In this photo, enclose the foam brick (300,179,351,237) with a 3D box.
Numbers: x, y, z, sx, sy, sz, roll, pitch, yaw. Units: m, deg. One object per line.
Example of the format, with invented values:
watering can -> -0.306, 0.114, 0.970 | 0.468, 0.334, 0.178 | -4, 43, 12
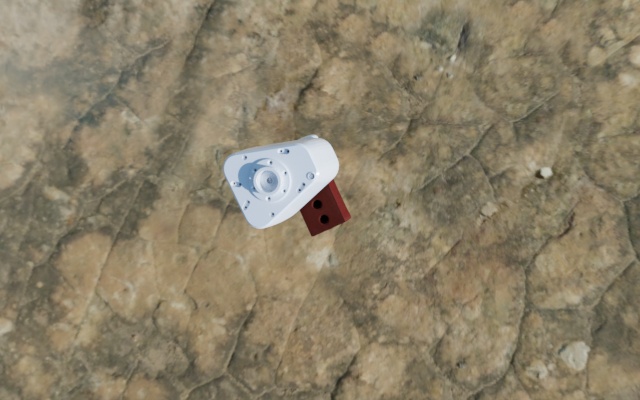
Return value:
foam brick -> 0.000, 0.002, 0.655 | 0.053, 0.078, 0.051 | -25, 3, 14
